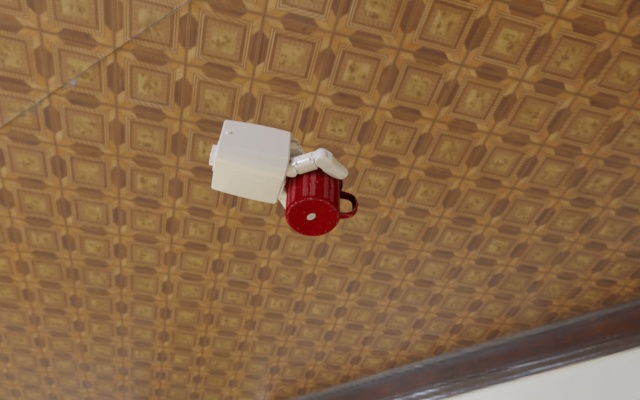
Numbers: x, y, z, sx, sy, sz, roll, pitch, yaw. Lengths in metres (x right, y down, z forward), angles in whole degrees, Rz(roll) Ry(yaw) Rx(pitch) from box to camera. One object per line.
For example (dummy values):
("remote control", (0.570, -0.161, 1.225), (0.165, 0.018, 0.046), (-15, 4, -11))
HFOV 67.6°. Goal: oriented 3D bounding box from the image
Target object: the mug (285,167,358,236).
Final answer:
("mug", (0.001, 0.003, 0.733), (0.117, 0.093, 0.081), (11, 41, -9))
